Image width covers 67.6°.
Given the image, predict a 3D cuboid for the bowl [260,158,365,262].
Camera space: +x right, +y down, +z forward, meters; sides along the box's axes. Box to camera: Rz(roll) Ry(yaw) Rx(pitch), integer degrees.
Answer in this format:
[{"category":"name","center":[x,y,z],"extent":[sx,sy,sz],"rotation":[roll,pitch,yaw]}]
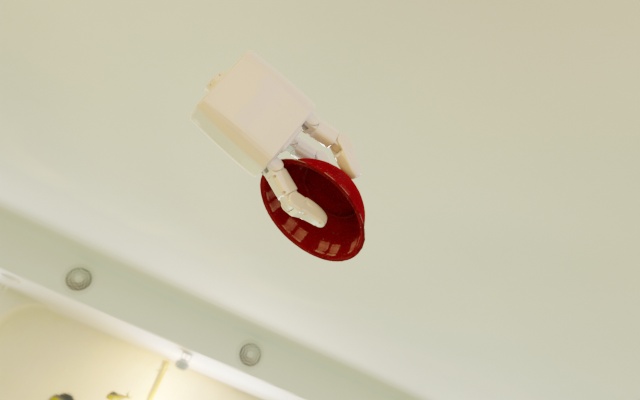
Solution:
[{"category":"bowl","center":[0.001,0.003,0.627],"extent":[0.162,0.162,0.055],"rotation":[0,34,42]}]
